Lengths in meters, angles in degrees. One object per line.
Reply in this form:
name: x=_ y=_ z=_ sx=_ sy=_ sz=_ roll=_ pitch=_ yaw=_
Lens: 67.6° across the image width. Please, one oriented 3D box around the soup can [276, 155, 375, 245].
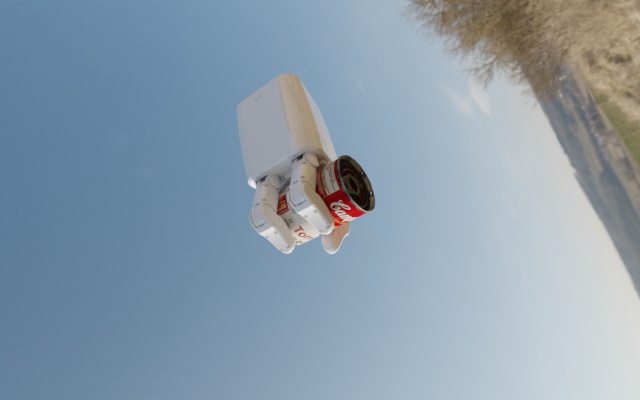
soup can: x=0.000 y=0.002 z=0.535 sx=0.102 sy=0.068 sz=0.068 roll=-27 pitch=-14 yaw=28
